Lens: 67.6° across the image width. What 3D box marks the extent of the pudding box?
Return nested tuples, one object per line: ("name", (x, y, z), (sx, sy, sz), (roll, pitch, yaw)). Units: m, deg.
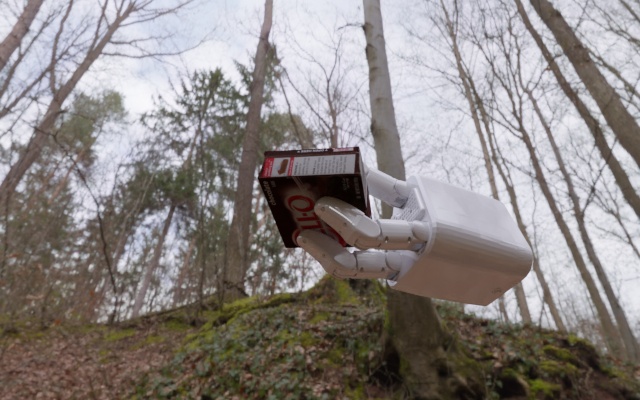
("pudding box", (0.000, 0.001, 0.448), (0.090, 0.039, 0.114), (-3, -41, 11))
